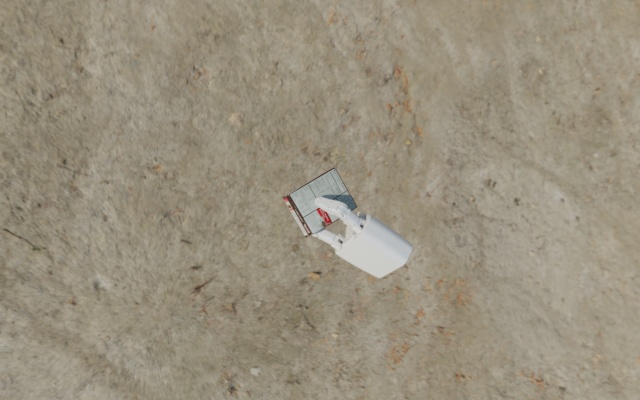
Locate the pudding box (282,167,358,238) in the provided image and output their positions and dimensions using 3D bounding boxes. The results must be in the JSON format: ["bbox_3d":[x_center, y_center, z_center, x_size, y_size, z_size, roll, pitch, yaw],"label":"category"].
[{"bbox_3d":[0.000,0.003,0.892,0.113,0.090,0.039,-31,2,-24],"label":"pudding box"}]
